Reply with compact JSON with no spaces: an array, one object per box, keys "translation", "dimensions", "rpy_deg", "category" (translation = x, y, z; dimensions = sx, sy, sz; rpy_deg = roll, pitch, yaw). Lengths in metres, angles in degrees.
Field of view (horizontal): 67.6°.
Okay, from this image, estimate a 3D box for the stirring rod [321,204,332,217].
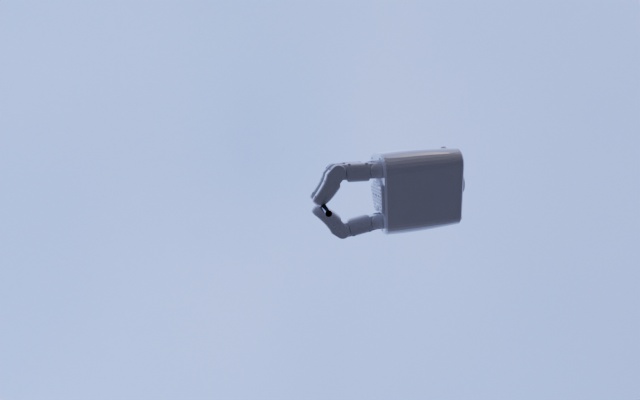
[{"translation":[0.000,0.002,0.666],"dimensions":[0.011,0.011,0.239],"rpy_deg":[0,6,-4],"category":"stirring rod"}]
